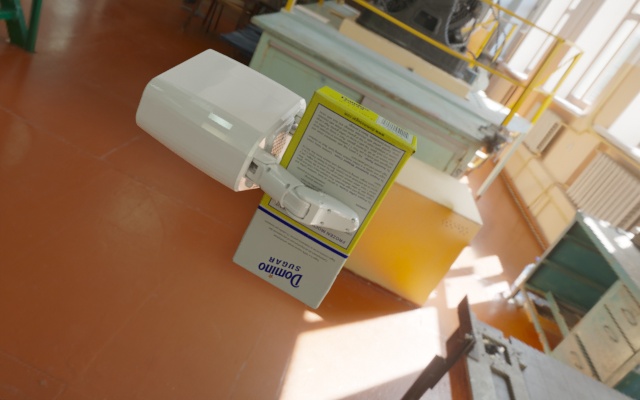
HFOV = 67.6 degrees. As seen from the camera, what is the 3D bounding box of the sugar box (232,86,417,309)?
[{"bbox_3d":[0.000,0.001,0.420,0.093,0.176,0.048,31,25,2],"label":"sugar box"}]
